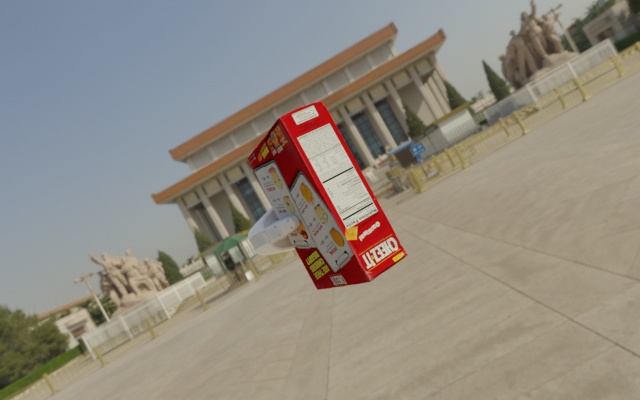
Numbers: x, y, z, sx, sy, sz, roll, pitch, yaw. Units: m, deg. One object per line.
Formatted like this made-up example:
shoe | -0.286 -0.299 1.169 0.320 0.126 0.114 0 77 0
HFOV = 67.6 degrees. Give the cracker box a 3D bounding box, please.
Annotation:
cracker box | 0.000 0.002 0.617 0.072 0.213 0.164 -29 -1 -25
